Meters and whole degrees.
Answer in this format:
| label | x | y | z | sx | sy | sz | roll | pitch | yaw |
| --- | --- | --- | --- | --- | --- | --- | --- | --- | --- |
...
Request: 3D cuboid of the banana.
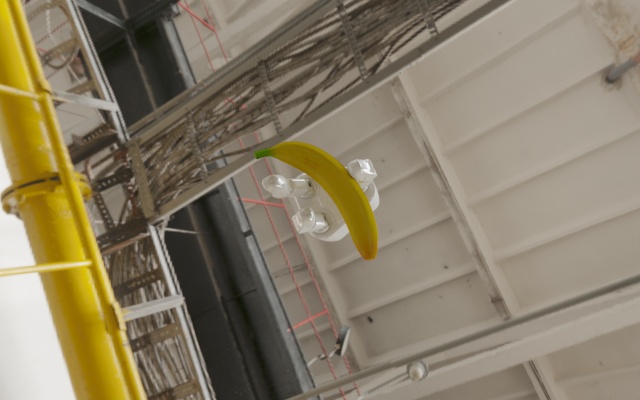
| label | x | y | z | sx | sy | sz | roll | pitch | yaw |
| --- | --- | --- | --- | --- | --- | --- | --- | --- | --- |
| banana | 0.010 | -0.014 | 0.589 | 0.197 | 0.069 | 0.037 | 42 | -7 | 13 |
